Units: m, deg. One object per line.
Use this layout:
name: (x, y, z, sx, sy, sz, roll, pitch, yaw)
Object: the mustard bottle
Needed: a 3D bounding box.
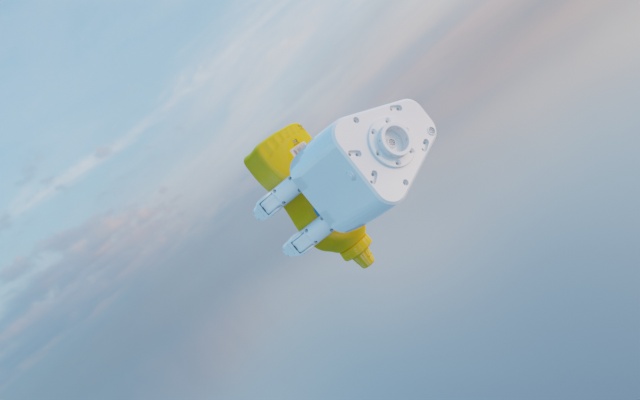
mustard bottle: (0.000, 0.002, 0.572, 0.058, 0.191, 0.096, -37, 3, 39)
